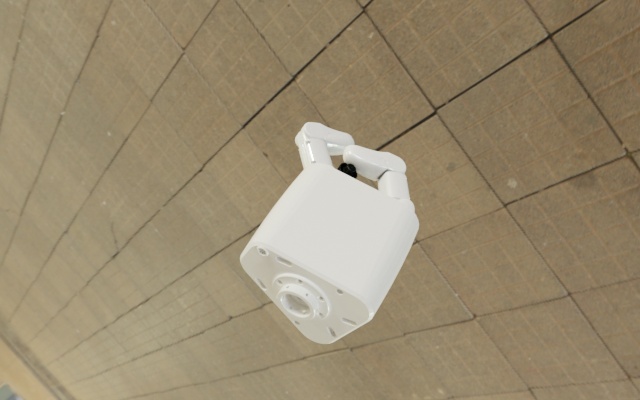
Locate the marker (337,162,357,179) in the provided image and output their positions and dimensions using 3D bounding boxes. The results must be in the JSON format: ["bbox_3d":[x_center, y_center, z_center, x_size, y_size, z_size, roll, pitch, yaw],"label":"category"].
[{"bbox_3d":[0.000,0.001,0.467,0.020,0.020,0.121,0,-30,-32],"label":"marker"}]
